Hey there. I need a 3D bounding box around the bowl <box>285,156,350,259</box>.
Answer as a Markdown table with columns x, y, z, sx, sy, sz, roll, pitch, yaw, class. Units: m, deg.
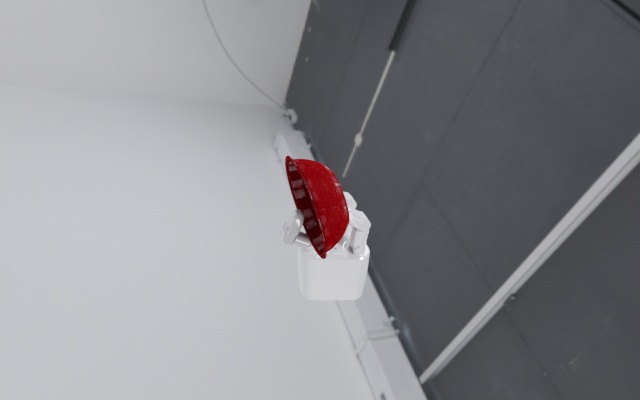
| x | y | z | sx | sy | sz | roll | pitch | yaw | class |
| --- | --- | --- | --- | --- | --- | --- | --- | --- | --- |
| 0.000 | 0.001 | 0.708 | 0.055 | 0.162 | 0.162 | -20 | 4 | -10 | bowl |
